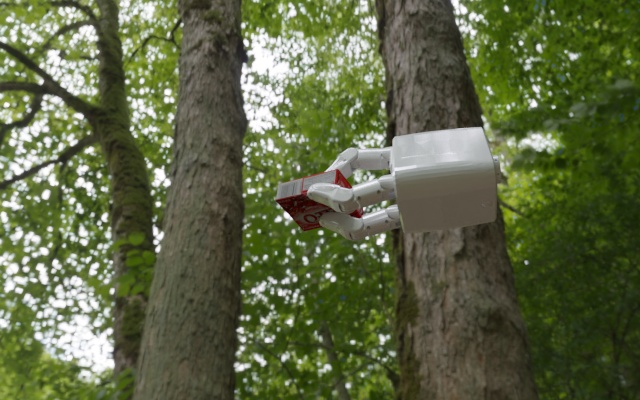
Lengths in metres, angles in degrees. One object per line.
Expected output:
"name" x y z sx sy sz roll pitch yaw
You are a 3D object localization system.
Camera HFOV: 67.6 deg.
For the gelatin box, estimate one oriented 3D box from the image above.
"gelatin box" 0.000 0.002 0.597 0.089 0.030 0.073 -13 -41 26
